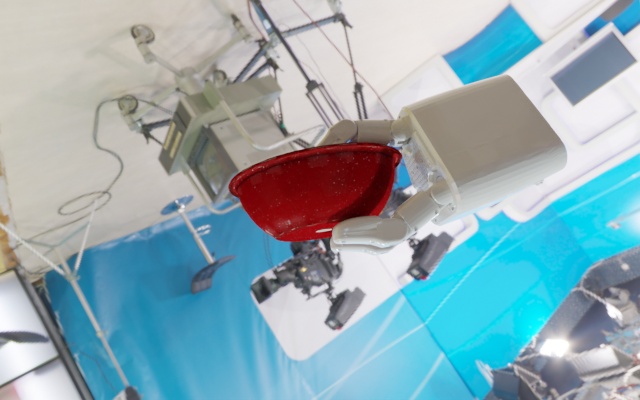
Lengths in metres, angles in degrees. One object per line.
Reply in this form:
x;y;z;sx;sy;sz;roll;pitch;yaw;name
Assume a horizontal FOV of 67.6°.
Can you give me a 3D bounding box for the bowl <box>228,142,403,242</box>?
-0.001;0.002;0.437;0.162;0.055;0.162;-10;-12;-2;bowl
